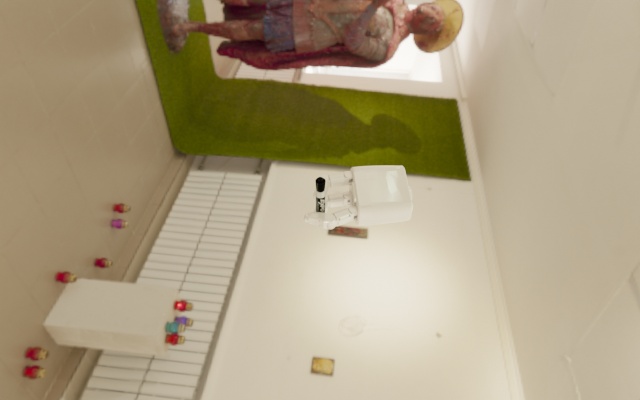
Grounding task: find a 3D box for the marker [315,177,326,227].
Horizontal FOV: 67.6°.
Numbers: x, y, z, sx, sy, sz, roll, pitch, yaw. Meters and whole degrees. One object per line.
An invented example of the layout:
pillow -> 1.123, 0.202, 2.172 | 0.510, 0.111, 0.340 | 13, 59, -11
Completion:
marker -> 0.000, 0.003, 0.892 | 0.020, 0.020, 0.121 | 0, -45, 0
